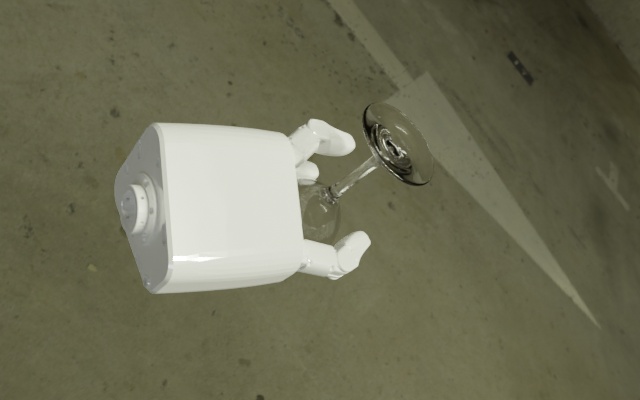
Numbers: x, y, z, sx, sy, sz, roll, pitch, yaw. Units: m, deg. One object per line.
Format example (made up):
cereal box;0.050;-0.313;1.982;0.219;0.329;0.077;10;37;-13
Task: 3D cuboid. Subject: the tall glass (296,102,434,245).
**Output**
tall glass;0.001;0.001;0.427;0.079;0.079;0.201;0;-27;-42
